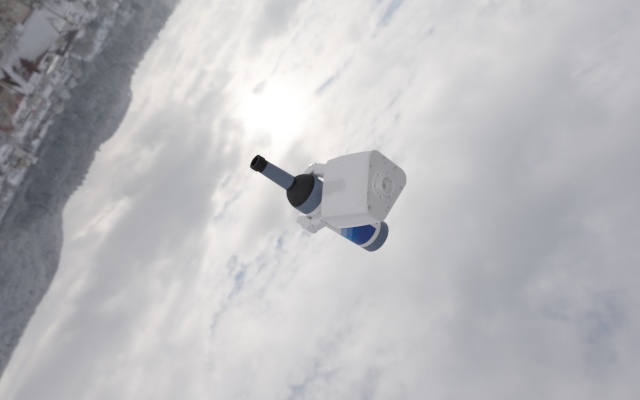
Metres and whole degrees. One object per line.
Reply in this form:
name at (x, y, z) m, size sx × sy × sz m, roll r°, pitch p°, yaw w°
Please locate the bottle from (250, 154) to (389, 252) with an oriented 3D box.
bottle at (0.000, 0.003, 0.853) m, size 0.296 × 0.069 × 0.069 m, roll 32°, pitch -18°, yaw -30°
